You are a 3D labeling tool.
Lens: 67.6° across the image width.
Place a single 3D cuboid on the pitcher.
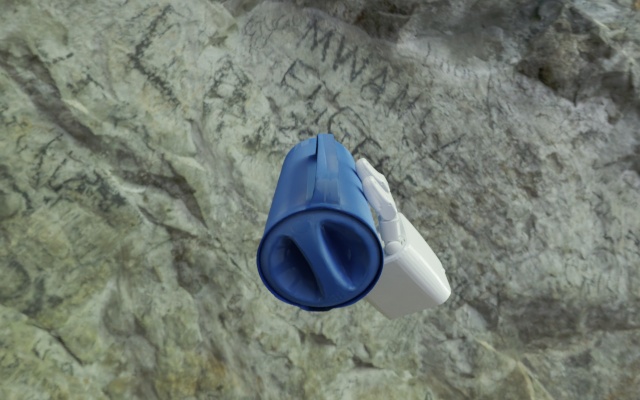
[{"bbox_3d":[0.000,0.002,0.593,0.149,0.145,0.242,-39,22,18],"label":"pitcher"}]
